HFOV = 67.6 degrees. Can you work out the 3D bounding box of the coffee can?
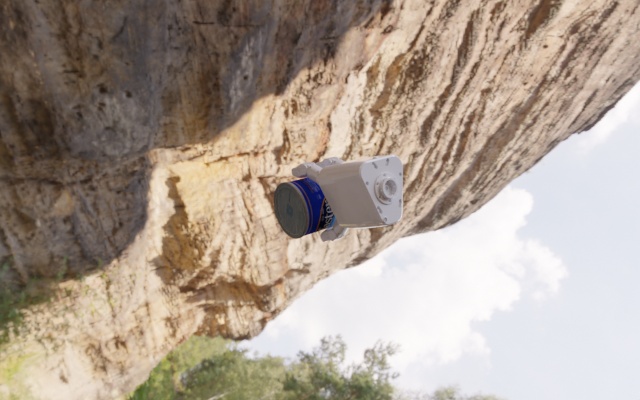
[{"bbox_3d":[0.000,0.003,0.876,0.140,0.103,0.103,-16,9,-34],"label":"coffee can"}]
